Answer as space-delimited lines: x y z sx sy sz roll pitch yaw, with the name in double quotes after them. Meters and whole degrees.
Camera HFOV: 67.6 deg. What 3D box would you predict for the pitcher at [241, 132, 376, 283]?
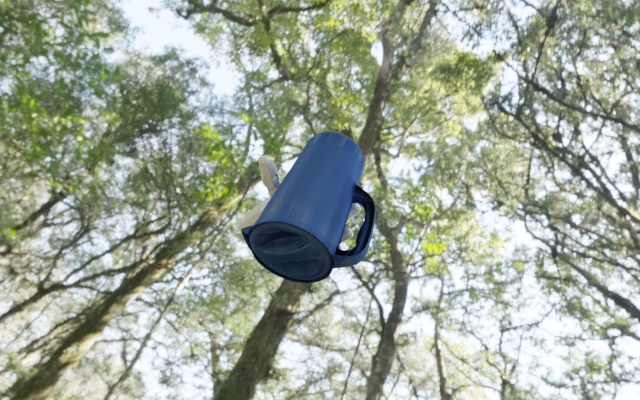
0.000 0.003 0.758 0.149 0.242 0.145 42 -44 -18 "pitcher"
